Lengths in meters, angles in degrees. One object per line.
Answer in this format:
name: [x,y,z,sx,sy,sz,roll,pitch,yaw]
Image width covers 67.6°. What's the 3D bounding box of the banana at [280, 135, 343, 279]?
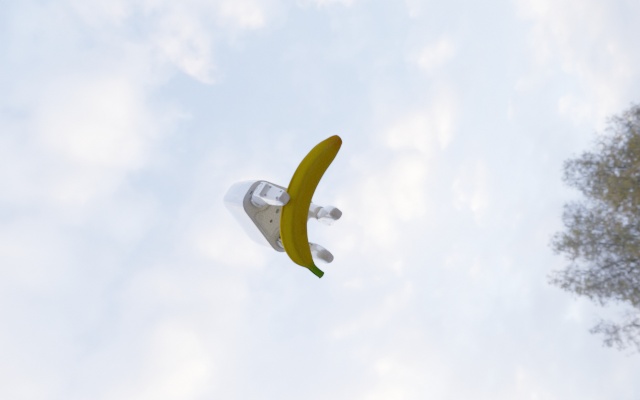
banana: [-0.017,0.003,0.647,0.069,0.198,0.037,10,-3,-22]
